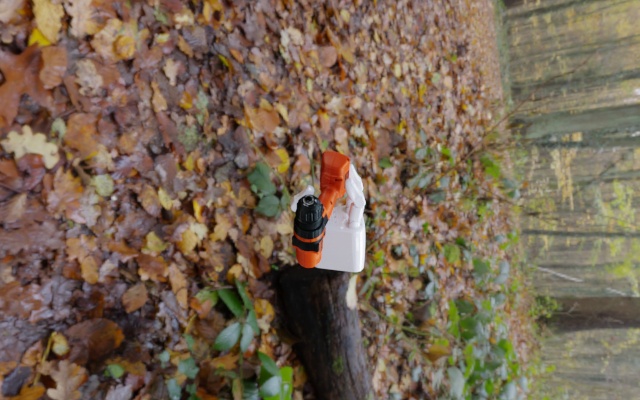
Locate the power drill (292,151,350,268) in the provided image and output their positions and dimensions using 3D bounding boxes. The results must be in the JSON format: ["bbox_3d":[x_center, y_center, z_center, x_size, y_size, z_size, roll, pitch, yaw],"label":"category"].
[{"bbox_3d":[0.000,0.003,0.842,0.057,0.187,0.185,17,-36,9],"label":"power drill"}]
